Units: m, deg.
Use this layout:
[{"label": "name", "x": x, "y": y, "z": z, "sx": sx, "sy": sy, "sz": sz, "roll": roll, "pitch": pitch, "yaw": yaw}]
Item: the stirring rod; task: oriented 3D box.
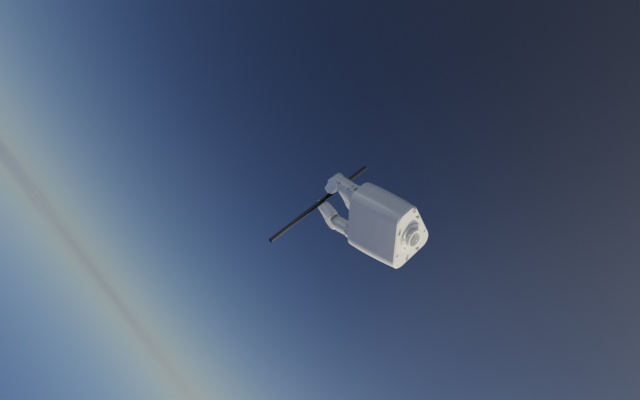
[{"label": "stirring rod", "x": 0.000, "y": 0.003, "z": 0.872, "sx": 0.239, "sy": 0.011, "sz": 0.011, "roll": -37, "pitch": 18, "yaw": -25}]
